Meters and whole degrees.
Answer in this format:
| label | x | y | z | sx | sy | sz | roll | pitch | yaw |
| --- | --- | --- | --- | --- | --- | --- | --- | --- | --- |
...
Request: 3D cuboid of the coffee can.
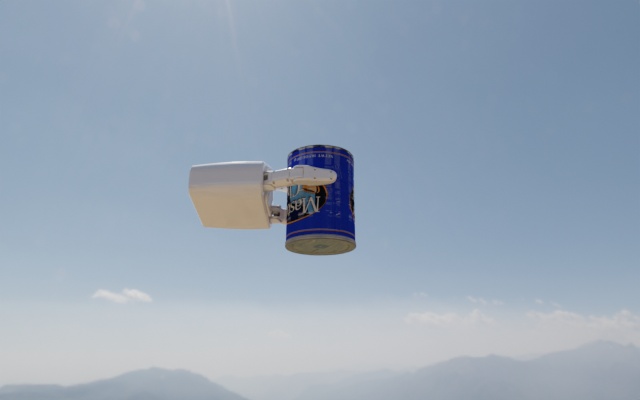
| label | x | y | z | sx | sy | sz | roll | pitch | yaw |
| --- | --- | --- | --- | --- | --- | --- | --- | --- | --- |
| coffee can | 0.000 | 0.002 | 0.709 | 0.103 | 0.140 | 0.103 | 0 | -19 | 0 |
